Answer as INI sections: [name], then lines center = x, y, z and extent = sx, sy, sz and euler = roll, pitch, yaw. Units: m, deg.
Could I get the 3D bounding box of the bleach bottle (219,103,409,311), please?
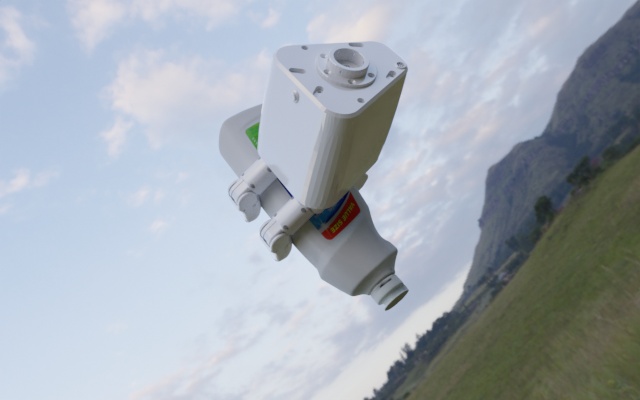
[bleach bottle]
center = 0.000, 0.002, 0.486
extent = 0.102, 0.250, 0.068
euler = -26, -28, -30
